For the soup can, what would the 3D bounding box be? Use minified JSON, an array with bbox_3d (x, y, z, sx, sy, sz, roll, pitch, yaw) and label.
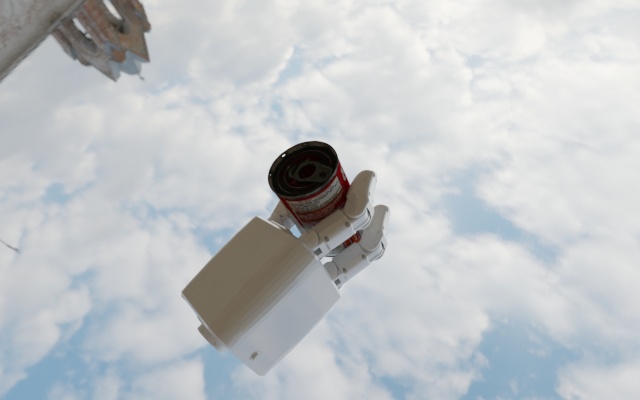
[{"bbox_3d":[0.000,0.001,0.465,0.068,0.068,0.102,0,-38,25],"label":"soup can"}]
